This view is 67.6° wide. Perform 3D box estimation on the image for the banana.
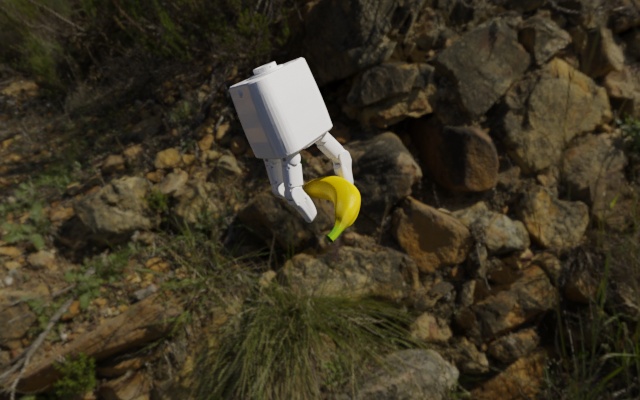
[{"bbox_3d":[0.017,-0.005,0.685,0.069,0.037,0.197,-27,21,-1],"label":"banana"}]
